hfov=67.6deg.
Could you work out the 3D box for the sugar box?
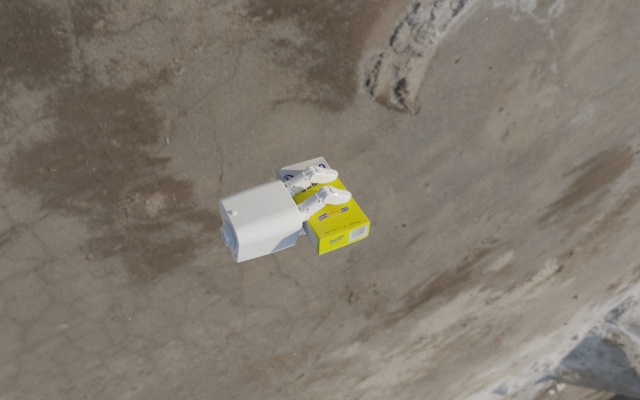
[{"bbox_3d":[0.000,0.002,0.806,0.093,0.176,0.048,-18,-38,-20],"label":"sugar box"}]
